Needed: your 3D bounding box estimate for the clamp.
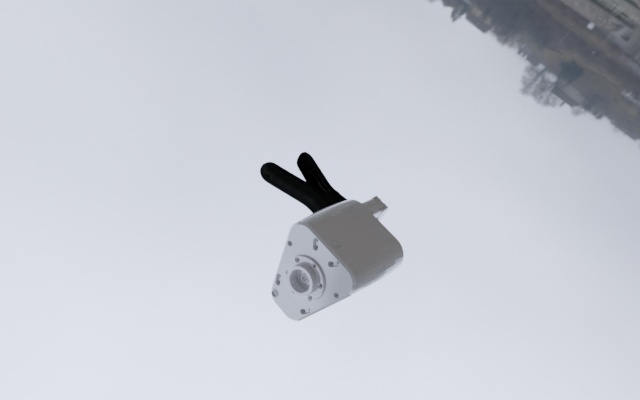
[{"bbox_3d":[0.000,0.003,0.610,0.171,0.039,0.120,46,31,17],"label":"clamp"}]
